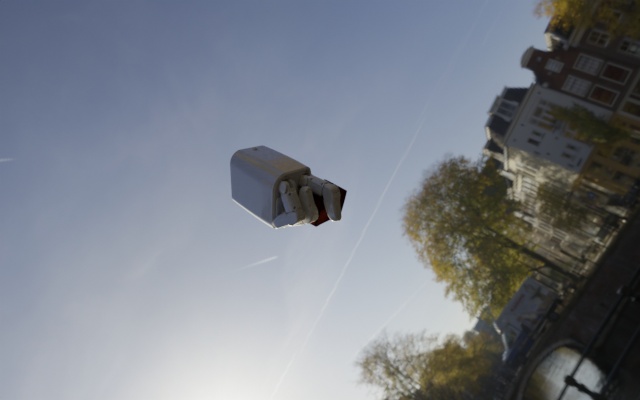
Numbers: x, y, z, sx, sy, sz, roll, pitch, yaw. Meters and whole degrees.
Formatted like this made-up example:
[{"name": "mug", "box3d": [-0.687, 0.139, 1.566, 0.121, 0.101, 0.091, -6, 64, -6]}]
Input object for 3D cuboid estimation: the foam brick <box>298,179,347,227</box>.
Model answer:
[{"name": "foam brick", "box3d": [0.000, 0.003, 0.822, 0.051, 0.053, 0.078, 29, 28, 27]}]
